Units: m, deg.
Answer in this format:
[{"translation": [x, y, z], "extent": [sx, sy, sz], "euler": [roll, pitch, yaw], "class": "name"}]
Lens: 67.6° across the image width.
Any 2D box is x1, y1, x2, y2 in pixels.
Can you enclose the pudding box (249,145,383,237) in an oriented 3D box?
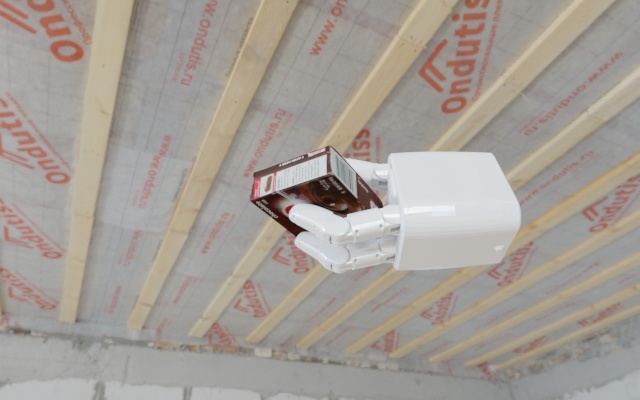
[{"translation": [0.000, 0.001, 0.471], "extent": [0.090, 0.039, 0.113], "euler": [-18, -40, 25], "class": "pudding box"}]
